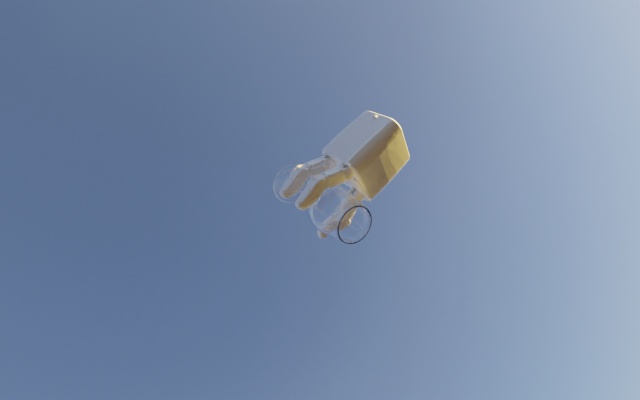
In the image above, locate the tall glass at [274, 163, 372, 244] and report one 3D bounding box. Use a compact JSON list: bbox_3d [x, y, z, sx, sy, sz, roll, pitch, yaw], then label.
[{"bbox_3d":[0.000,0.002,0.781,0.079,0.079,0.201,0,20,-33],"label":"tall glass"}]
